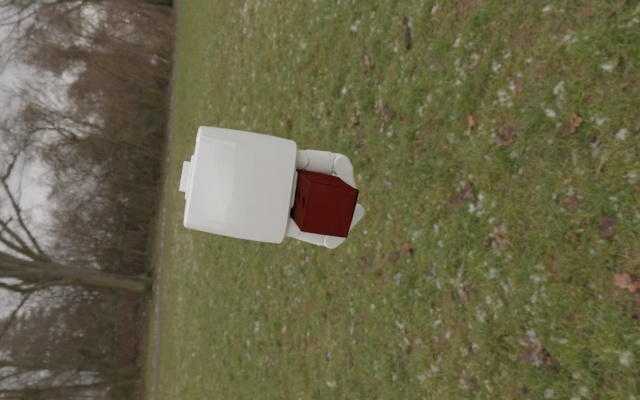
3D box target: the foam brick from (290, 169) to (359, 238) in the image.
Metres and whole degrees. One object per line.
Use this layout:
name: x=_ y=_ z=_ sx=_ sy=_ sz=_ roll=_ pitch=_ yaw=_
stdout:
foam brick: x=0.000 y=0.002 z=0.506 sx=0.051 sy=0.053 sz=0.078 roll=10 pitch=10 yaw=-17
